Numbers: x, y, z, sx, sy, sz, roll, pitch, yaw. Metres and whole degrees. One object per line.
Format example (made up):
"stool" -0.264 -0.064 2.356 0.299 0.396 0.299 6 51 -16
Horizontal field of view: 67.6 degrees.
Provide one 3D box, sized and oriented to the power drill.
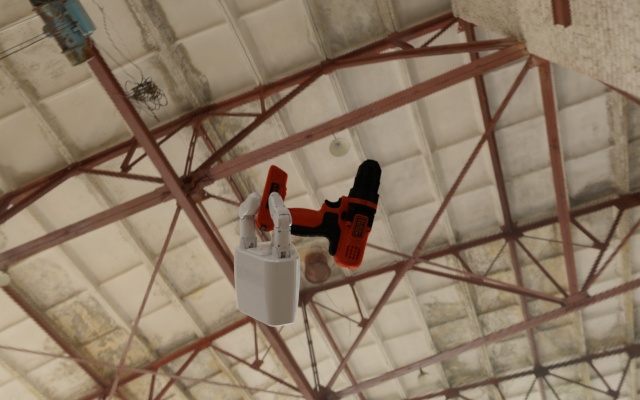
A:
"power drill" 0.000 0.003 0.771 0.187 0.184 0.057 15 -11 -6
